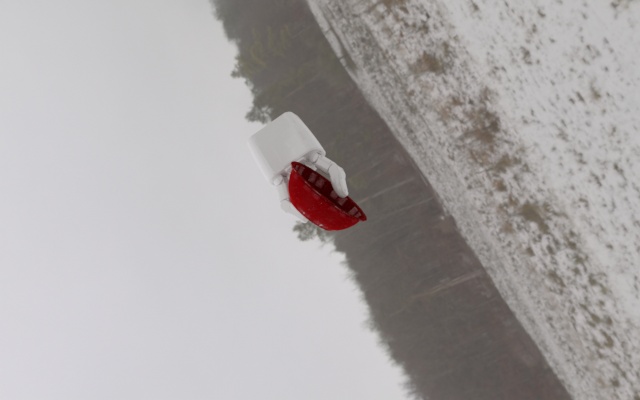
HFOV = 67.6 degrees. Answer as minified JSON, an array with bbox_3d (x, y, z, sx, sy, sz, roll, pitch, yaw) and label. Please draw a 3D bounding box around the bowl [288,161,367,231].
[{"bbox_3d":[0.000,0.004,0.818,0.162,0.055,0.162,36,11,-8],"label":"bowl"}]
